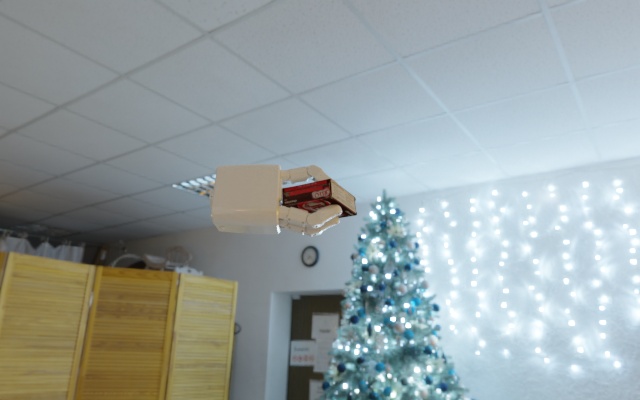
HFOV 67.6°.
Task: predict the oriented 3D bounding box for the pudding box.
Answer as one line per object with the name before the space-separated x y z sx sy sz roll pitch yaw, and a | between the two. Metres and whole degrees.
pudding box | 0.000 0.002 0.805 0.090 0.039 0.113 -10 -18 24
